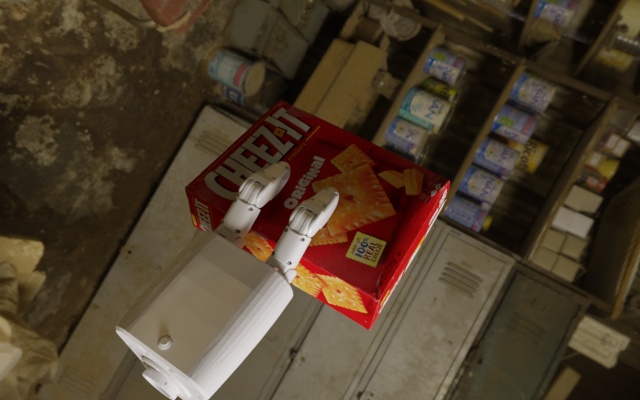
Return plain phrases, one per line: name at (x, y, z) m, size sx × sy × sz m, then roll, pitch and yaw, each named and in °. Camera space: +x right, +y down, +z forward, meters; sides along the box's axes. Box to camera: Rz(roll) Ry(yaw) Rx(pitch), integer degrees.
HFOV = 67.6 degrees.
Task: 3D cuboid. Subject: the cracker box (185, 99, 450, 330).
cracker box at (0.000, 0.002, 0.486) m, size 0.213 × 0.164 × 0.072 m, roll 28°, pitch -35°, yaw 16°
